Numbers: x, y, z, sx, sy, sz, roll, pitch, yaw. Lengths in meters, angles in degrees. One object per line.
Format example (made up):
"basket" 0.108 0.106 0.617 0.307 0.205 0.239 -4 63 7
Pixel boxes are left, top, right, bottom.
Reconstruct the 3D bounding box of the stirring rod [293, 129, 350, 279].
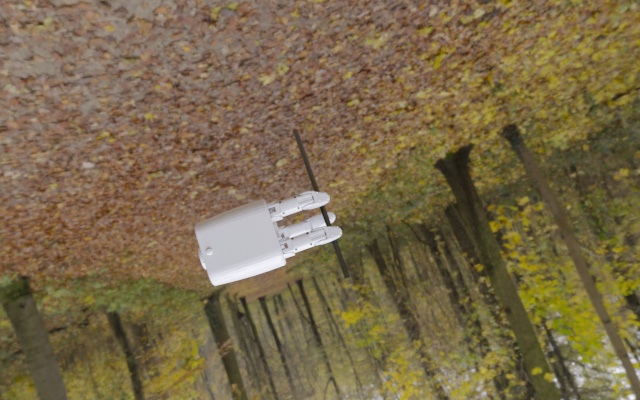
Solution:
"stirring rod" 0.000 0.002 0.724 0.011 0.239 0.011 -19 -10 -3
